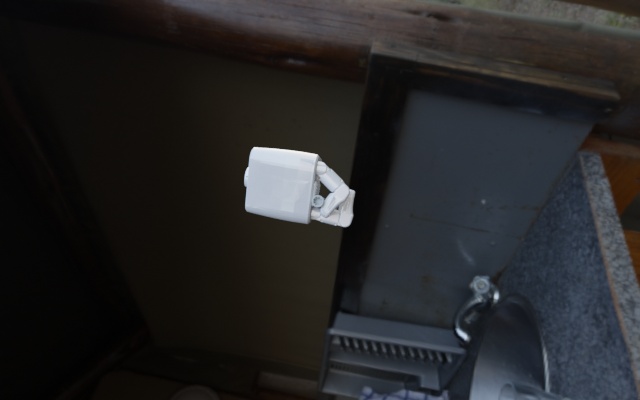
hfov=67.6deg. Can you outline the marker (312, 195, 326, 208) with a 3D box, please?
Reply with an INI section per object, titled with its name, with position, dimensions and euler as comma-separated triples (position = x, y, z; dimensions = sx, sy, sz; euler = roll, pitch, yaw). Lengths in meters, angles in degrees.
[marker]
position = 0.000, 0.003, 0.787
dimensions = 0.020, 0.020, 0.121
euler = 0, -1, 4
